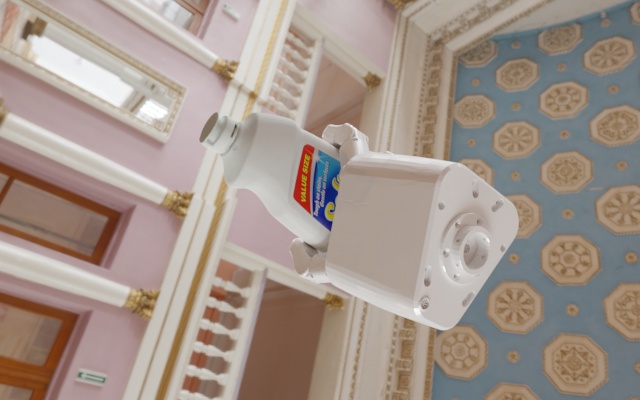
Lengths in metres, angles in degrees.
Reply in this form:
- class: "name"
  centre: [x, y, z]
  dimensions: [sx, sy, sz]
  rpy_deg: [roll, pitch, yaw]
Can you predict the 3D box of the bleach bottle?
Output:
- class: "bleach bottle"
  centre: [0.000, 0.001, 0.448]
  dimensions: [0.251, 0.102, 0.068]
  rpy_deg: [29, -9, -31]
